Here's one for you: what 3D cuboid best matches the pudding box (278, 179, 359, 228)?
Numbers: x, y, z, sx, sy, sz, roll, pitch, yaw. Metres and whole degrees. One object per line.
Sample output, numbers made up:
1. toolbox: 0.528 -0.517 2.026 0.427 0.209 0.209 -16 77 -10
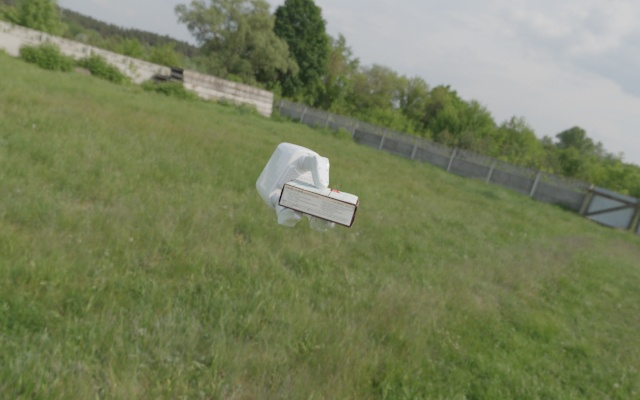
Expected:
1. pudding box: 0.000 0.002 0.715 0.113 0.039 0.090 15 9 5
